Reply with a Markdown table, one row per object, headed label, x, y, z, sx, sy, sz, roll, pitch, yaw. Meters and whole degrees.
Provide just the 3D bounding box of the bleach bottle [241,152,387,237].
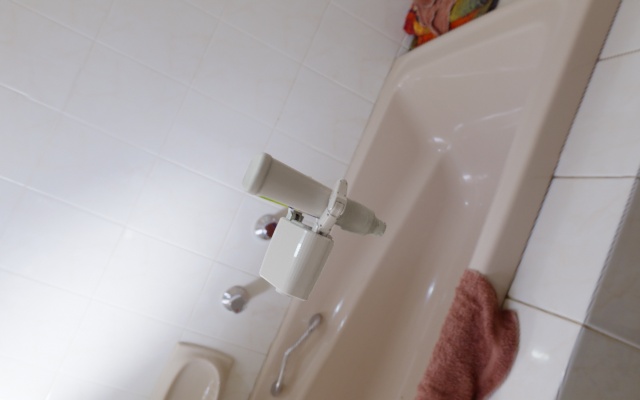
| label | x | y | z | sx | sy | sz | roll | pitch | yaw |
| --- | --- | --- | --- | --- | --- | --- | --- | --- | --- |
| bleach bottle | 0.000 | 0.002 | 0.782 | 0.251 | 0.068 | 0.102 | 24 | -2 | -18 |
